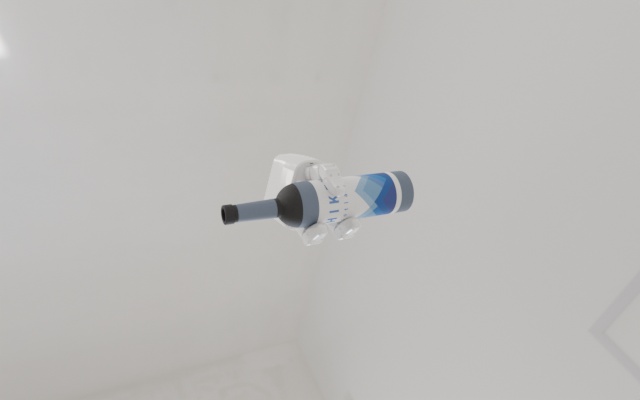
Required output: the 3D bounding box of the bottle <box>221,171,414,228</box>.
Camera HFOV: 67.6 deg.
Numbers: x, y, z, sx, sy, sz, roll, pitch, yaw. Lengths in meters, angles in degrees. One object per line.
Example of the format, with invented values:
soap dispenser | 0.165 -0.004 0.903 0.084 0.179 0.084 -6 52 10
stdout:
bottle | 0.000 0.002 0.709 0.295 0.069 0.069 -8 3 -26
